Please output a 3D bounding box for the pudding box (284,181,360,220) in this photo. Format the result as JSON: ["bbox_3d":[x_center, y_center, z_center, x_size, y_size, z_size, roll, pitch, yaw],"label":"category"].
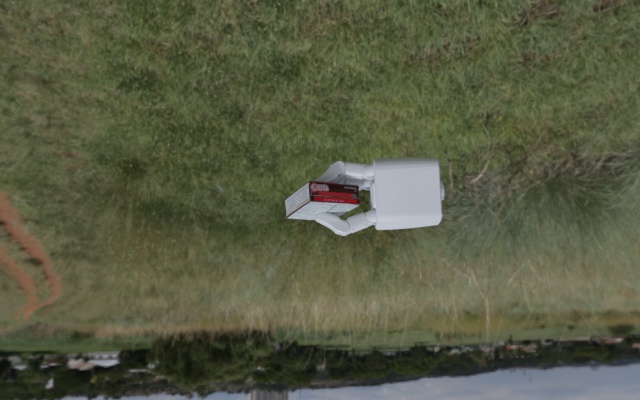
[{"bbox_3d":[0.000,0.003,0.795,0.090,0.039,0.113,6,-20,-25],"label":"pudding box"}]
